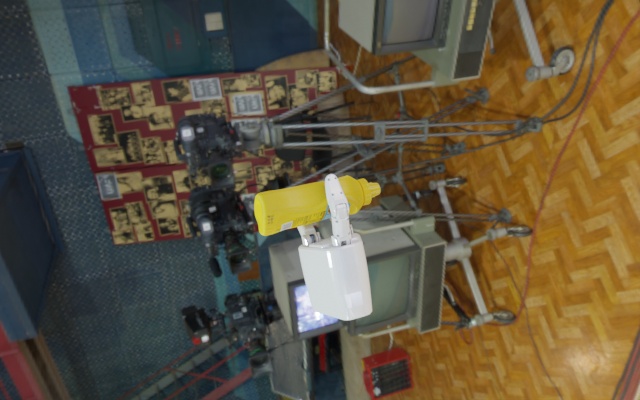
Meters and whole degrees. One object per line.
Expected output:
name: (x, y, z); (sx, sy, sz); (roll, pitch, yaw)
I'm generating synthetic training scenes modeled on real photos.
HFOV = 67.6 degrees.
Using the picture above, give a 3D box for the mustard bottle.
mustard bottle: (0.000, 0.002, 0.716); (0.191, 0.058, 0.096); (-12, -19, -15)
